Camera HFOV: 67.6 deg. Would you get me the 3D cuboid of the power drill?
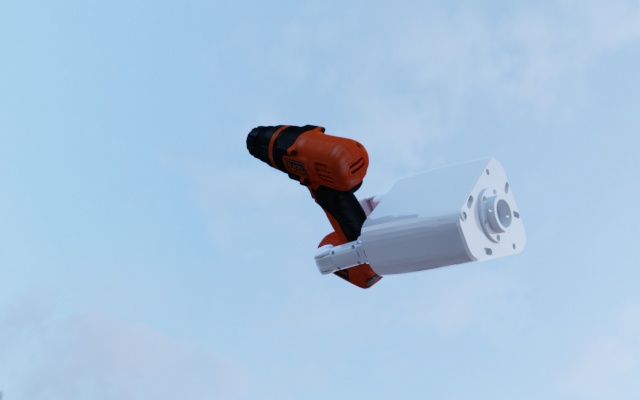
[{"bbox_3d":[0.000,0.002,0.535,0.057,0.188,0.184,-40,34,-22],"label":"power drill"}]
